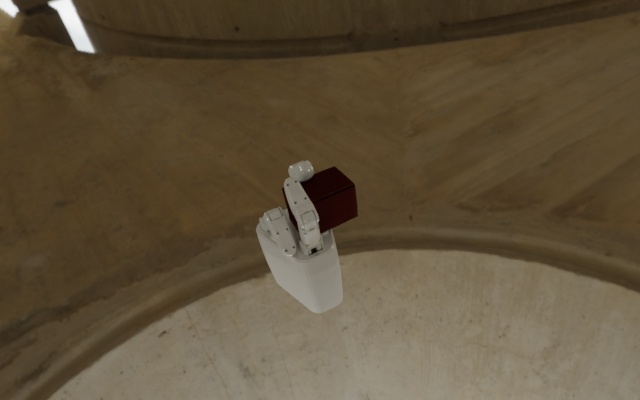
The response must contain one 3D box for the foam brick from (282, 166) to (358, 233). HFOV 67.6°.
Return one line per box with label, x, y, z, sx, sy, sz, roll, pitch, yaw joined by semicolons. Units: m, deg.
foam brick;0.000;0.002;0.594;0.078;0.051;0.053;-23;38;-14
